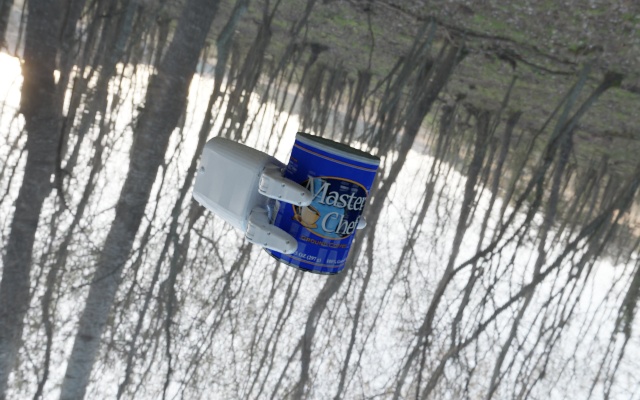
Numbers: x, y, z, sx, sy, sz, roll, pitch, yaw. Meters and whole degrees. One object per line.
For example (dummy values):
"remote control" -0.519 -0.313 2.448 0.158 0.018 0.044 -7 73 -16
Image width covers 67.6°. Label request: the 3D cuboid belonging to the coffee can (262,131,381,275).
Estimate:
"coffee can" 0.000 0.002 0.559 0.103 0.140 0.103 17 11 -3
